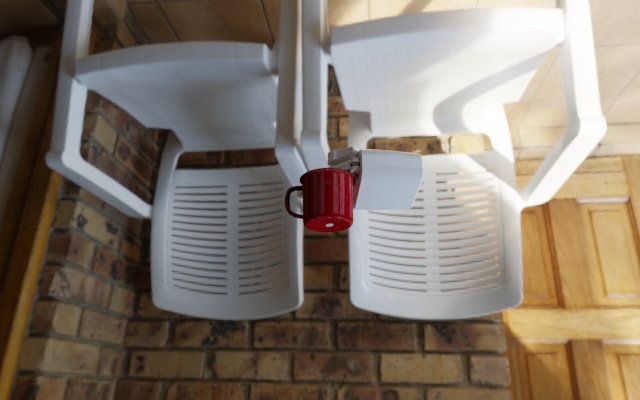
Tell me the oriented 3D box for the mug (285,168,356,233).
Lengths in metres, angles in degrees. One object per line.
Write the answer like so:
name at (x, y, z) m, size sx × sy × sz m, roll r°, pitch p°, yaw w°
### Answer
mug at (-0.001, 0.003, 0.776) m, size 0.117 × 0.081 × 0.093 m, roll 1°, pitch -22°, yaw -3°
